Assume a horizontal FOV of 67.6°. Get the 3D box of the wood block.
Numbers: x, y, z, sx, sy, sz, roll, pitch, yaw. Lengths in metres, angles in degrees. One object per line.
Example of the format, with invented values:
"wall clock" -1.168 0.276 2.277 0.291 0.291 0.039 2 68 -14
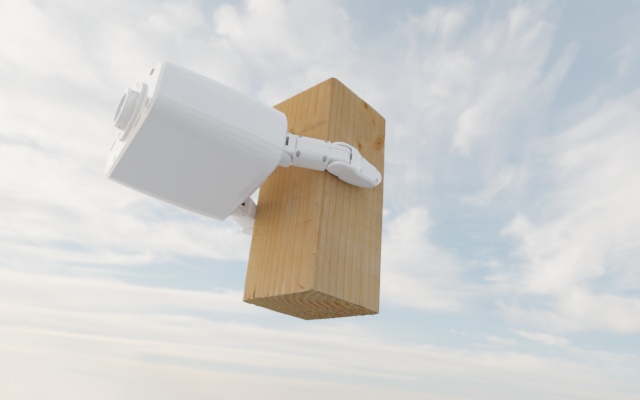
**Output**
"wood block" 0.000 0.001 0.460 0.091 0.206 0.090 -16 -32 39
